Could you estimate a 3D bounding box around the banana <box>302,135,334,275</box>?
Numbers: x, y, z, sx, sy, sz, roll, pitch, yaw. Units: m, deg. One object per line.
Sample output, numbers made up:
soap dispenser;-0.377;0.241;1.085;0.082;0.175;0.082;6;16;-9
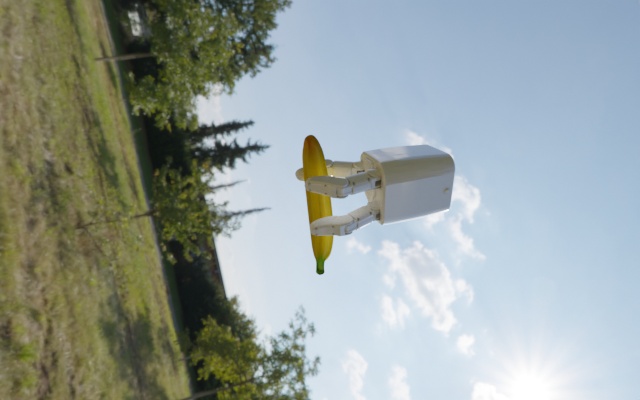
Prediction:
banana;-0.001;0.002;0.690;0.037;0.198;0.069;-7;11;-4
